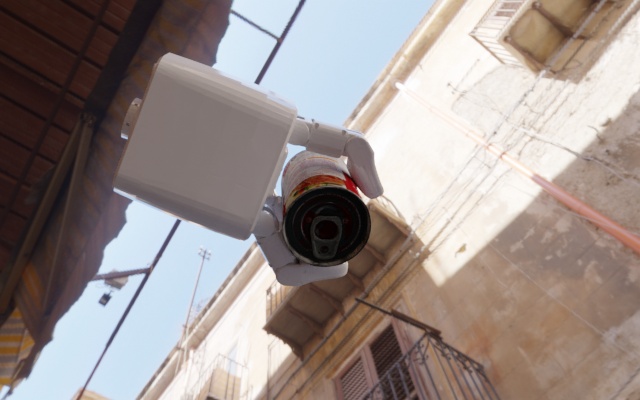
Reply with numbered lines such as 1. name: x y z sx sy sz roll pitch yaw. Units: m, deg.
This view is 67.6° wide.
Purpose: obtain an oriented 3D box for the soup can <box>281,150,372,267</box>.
1. soup can: 0.001 0.001 0.404 0.068 0.068 0.102 0 23 -6
